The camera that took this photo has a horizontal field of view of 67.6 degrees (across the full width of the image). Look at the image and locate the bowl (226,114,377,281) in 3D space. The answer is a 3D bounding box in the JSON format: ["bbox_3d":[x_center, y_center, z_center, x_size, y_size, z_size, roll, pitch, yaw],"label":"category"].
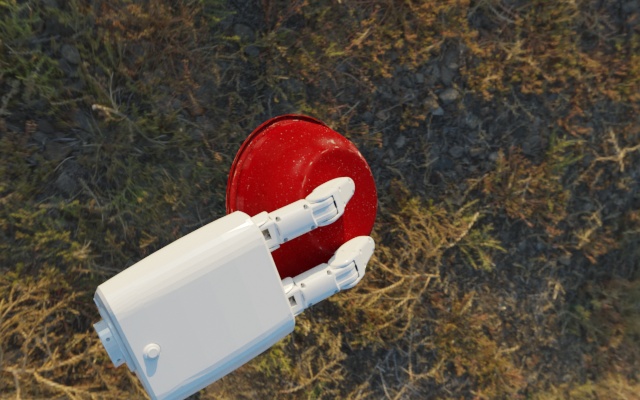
[{"bbox_3d":[0.001,0.001,0.422,0.162,0.162,0.055,0,-1,-42],"label":"bowl"}]
